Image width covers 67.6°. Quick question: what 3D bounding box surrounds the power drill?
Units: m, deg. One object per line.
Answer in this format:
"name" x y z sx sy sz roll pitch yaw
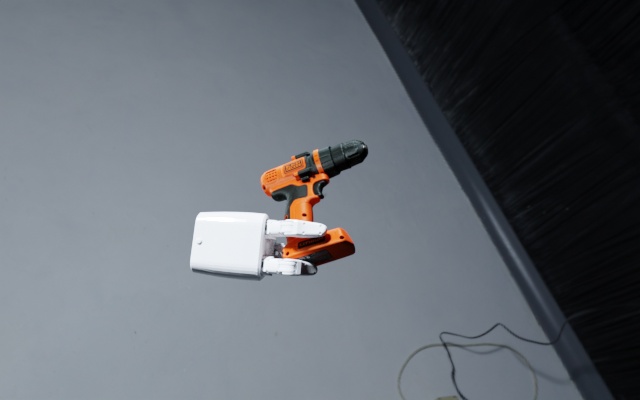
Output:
"power drill" 0.000 0.003 0.738 0.184 0.187 0.057 -21 -37 15
